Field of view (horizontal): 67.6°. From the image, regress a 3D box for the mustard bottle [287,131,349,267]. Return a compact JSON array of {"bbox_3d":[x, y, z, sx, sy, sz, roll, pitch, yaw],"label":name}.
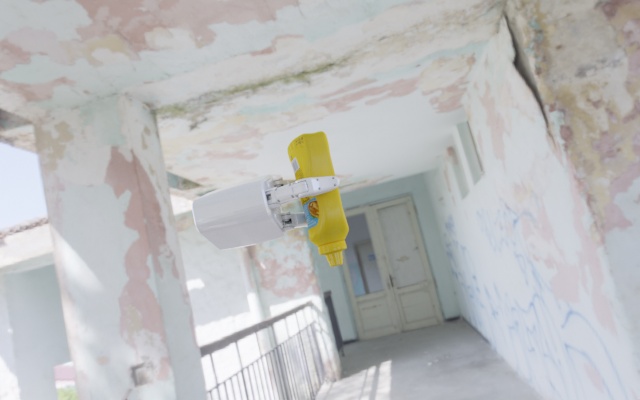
[{"bbox_3d":[0.000,0.002,0.701,0.058,0.191,0.096,-11,-9,-19],"label":"mustard bottle"}]
